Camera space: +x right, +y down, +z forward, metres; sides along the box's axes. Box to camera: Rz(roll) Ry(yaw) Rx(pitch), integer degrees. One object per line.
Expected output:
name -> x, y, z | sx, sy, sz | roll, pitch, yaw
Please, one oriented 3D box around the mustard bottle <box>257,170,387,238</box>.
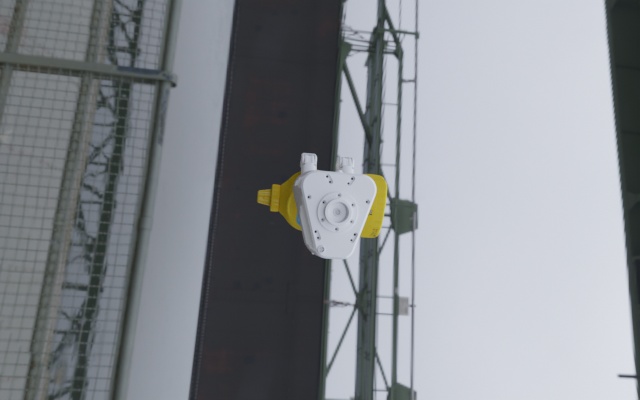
mustard bottle -> 0.000, 0.002, 0.729 | 0.191, 0.096, 0.058 | 5, 22, -6
